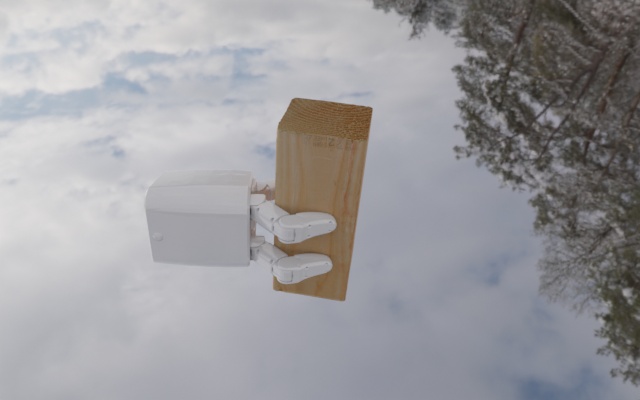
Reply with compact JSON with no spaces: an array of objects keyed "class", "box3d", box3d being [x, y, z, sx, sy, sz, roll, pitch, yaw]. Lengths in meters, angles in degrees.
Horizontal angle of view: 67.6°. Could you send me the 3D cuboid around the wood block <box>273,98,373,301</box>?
[{"class":"wood block","box3d":[0.000,0.002,0.537,0.090,0.206,0.090,8,33,4]}]
